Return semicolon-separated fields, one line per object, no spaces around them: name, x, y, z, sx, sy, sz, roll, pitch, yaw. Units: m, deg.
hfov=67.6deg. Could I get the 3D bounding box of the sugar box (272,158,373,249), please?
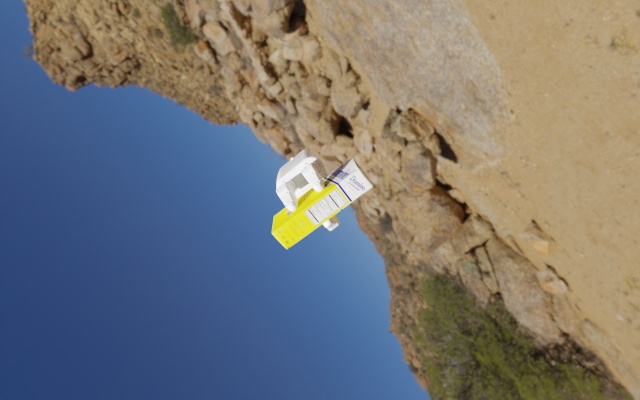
sugar box;0.000;0.002;0.800;0.176;0.048;0.093;-39;15;8
